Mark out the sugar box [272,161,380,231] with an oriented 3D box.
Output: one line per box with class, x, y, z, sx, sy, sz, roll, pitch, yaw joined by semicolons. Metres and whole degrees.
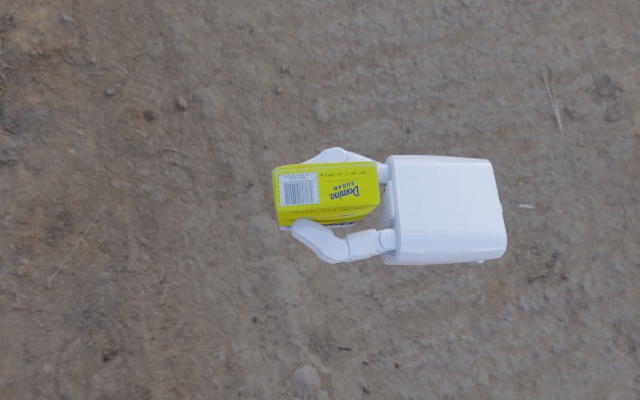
sugar box;0.000;0.002;0.495;0.093;0.048;0.176;-3;-11;-3
